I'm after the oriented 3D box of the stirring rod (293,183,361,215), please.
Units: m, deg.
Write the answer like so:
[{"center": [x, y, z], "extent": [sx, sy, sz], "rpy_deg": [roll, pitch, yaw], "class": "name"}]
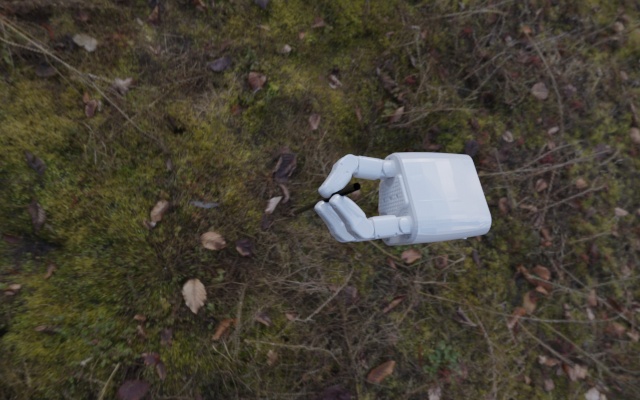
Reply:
[{"center": [0.000, 0.002, 0.596], "extent": [0.011, 0.011, 0.239], "rpy_deg": [0, -8, -18], "class": "stirring rod"}]
